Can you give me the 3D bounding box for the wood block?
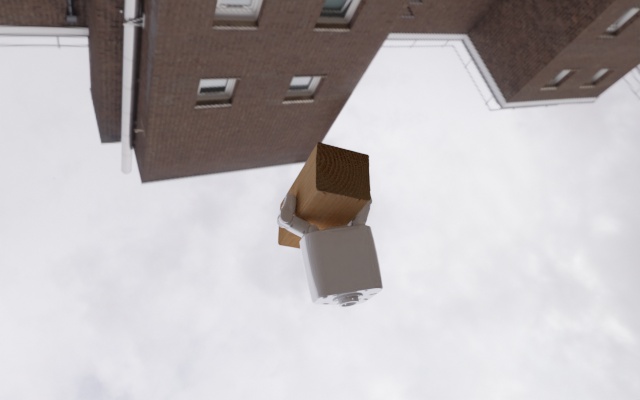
[{"bbox_3d":[0.000,0.003,0.810,0.091,0.090,0.206,12,-32,-17],"label":"wood block"}]
